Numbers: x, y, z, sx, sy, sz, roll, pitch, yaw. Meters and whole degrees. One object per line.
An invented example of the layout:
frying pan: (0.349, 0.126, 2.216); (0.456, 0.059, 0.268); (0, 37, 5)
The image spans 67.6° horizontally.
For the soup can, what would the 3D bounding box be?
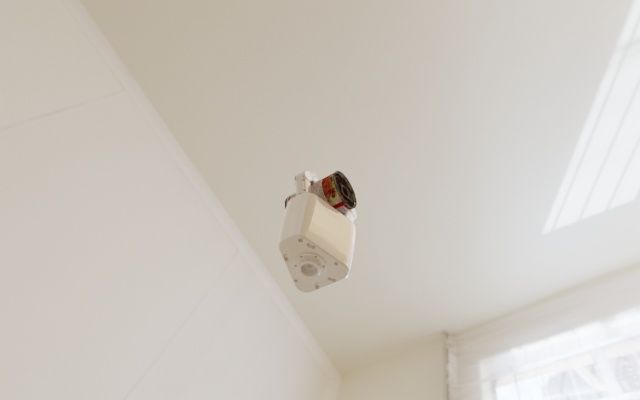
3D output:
soup can: (0.000, 0.002, 0.799); (0.102, 0.068, 0.068); (-26, -11, 23)
